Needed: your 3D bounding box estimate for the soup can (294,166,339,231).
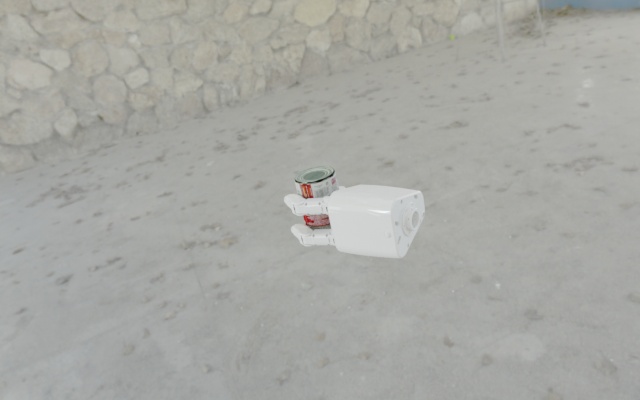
[{"bbox_3d":[0.000,0.002,0.780,0.068,0.102,0.068,-11,24,5],"label":"soup can"}]
